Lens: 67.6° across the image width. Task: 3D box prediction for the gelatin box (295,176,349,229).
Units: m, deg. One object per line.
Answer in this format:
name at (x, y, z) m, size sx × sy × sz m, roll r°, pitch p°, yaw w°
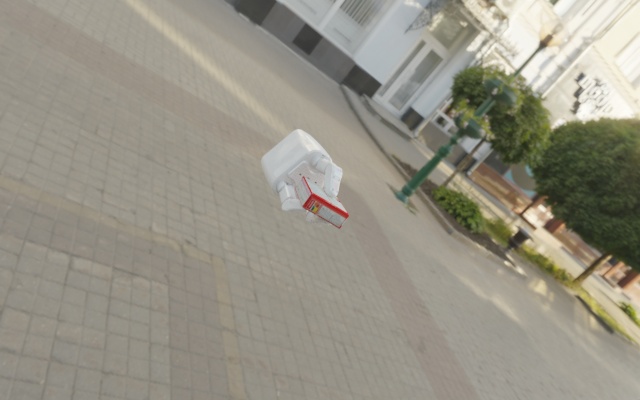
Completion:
gelatin box at (0.000, 0.002, 0.769) m, size 0.073 × 0.030 × 0.089 m, roll 31°, pitch 11°, yaw -21°
